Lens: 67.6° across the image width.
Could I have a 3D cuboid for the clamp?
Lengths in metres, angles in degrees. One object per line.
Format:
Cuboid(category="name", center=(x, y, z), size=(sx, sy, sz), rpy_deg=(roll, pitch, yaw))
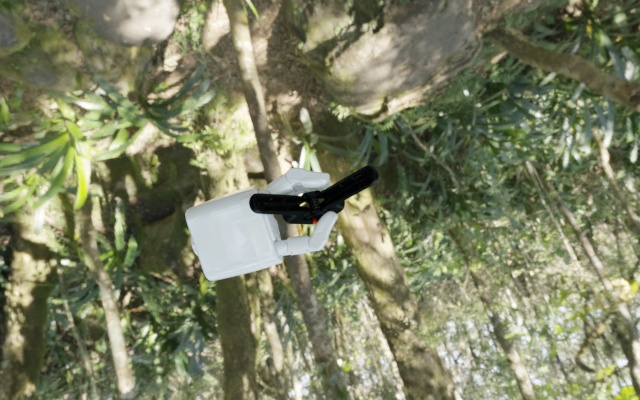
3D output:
Cuboid(category="clamp", center=(0.000, 0.003, 0.677), size=(0.164, 0.036, 0.210), rpy_deg=(-15, -12, 3))
